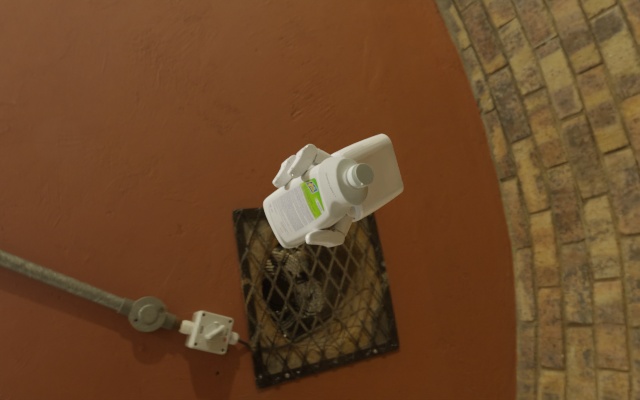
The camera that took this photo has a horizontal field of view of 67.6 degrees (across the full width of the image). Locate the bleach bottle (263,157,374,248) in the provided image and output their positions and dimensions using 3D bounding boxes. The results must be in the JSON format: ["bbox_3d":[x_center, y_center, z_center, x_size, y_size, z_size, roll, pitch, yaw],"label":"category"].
[{"bbox_3d":[0.000,0.002,0.715,0.068,0.102,0.251,-28,1,-32],"label":"bleach bottle"}]
